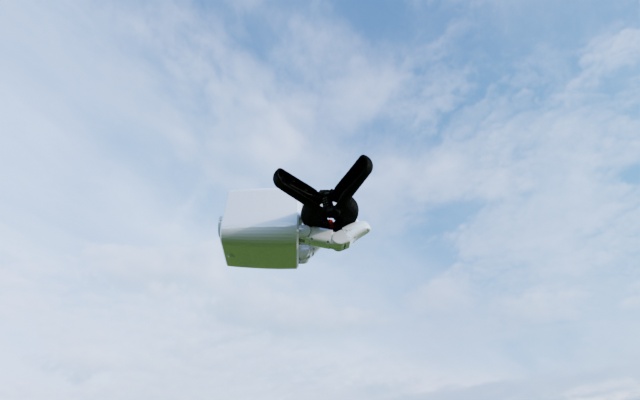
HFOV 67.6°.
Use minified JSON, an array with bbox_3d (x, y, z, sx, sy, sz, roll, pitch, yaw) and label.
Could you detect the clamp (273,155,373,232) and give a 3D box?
[{"bbox_3d":[0.000,0.002,0.629,0.120,0.039,0.172,1,-36,-2],"label":"clamp"}]
